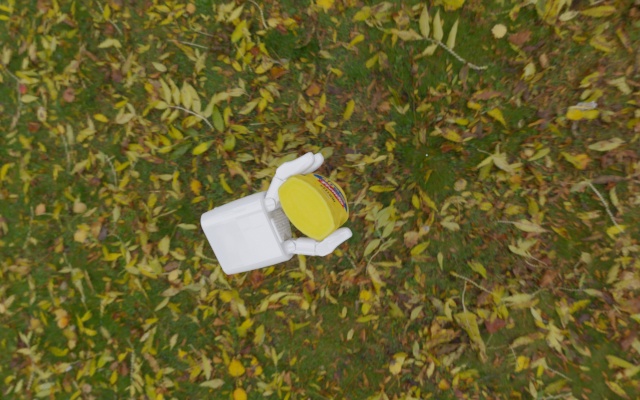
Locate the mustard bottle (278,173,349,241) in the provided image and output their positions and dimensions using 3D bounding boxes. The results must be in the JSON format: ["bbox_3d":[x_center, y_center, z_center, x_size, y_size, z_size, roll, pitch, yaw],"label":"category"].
[{"bbox_3d":[0.000,0.002,0.732,0.058,0.096,0.191,-42,-4,13],"label":"mustard bottle"}]
